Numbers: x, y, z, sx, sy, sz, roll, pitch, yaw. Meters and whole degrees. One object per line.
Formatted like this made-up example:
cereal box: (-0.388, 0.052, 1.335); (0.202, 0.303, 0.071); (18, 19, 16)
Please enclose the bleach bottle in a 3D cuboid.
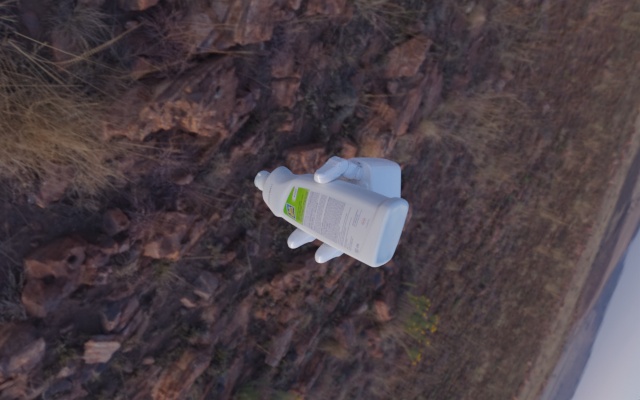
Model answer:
bleach bottle: (0.000, 0.002, 0.711); (0.250, 0.102, 0.068); (25, 20, 32)
